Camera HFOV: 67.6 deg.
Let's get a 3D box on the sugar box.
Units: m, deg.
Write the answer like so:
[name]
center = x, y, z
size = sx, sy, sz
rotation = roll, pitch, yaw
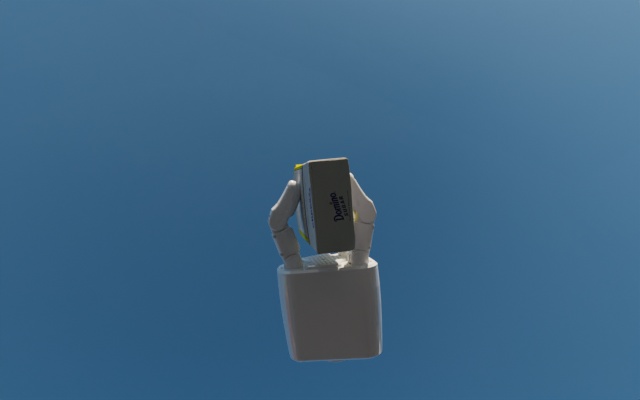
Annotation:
[sugar box]
center = 0.001, 0.002, 0.544
size = 0.048, 0.093, 0.176
rotation = -6, 4, -10
